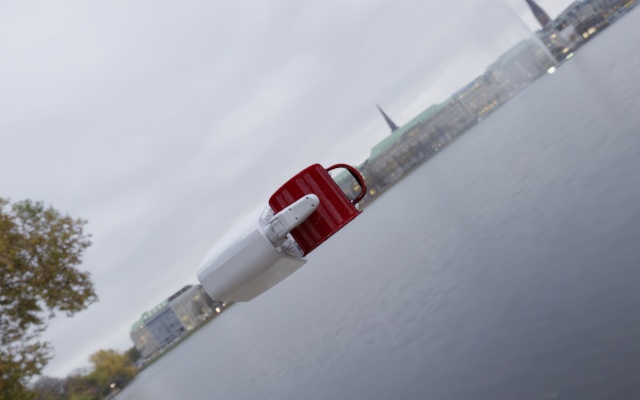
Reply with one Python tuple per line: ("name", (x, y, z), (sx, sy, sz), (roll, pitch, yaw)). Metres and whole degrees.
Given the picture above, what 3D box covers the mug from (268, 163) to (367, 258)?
("mug", (0.001, 0.001, 0.577), (0.117, 0.081, 0.093), (-38, -4, 7))
